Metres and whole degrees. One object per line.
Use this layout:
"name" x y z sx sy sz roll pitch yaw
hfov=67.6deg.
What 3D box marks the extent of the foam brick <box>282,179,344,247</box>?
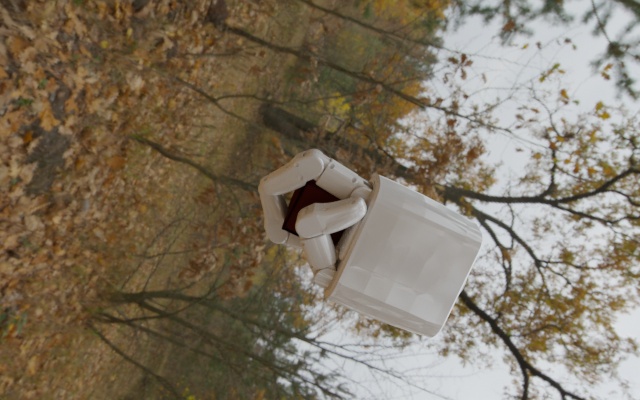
"foam brick" 0.000 0.001 0.455 0.051 0.053 0.078 24 22 -6
